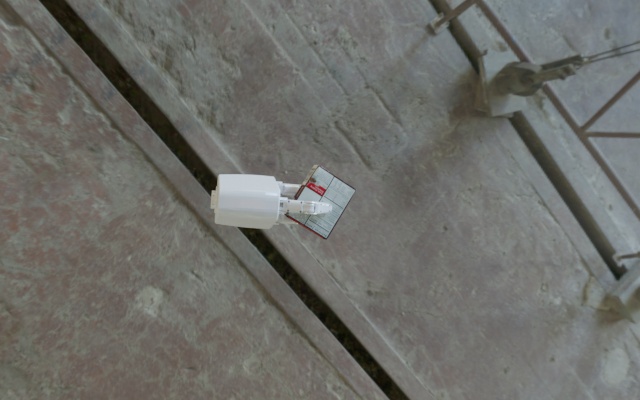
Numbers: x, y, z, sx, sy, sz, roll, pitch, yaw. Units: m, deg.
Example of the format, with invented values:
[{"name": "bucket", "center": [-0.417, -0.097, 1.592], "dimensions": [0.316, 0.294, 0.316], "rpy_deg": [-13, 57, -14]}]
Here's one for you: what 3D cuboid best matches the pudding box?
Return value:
[{"name": "pudding box", "center": [0.000, 0.003, 0.885], "dimensions": [0.090, 0.113, 0.039], "rpy_deg": [33, -4, -12]}]
